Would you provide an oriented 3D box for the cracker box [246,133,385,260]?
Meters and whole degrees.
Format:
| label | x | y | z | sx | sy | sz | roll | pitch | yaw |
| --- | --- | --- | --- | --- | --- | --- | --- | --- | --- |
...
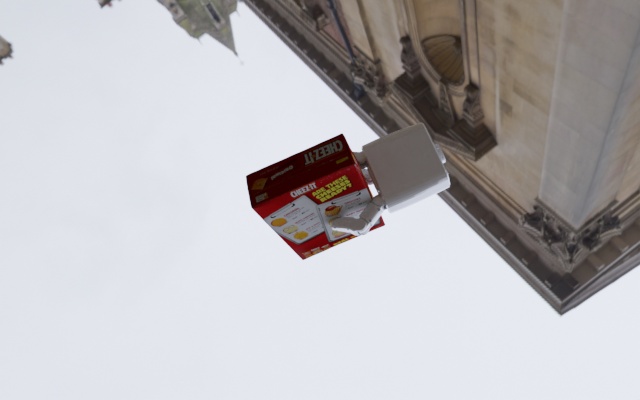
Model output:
| label | x | y | z | sx | sy | sz | roll | pitch | yaw |
| --- | --- | --- | --- | --- | --- | --- | --- | --- | --- |
| cracker box | 0.000 | 0.003 | 0.775 | 0.164 | 0.072 | 0.214 | -23 | -33 | 7 |
